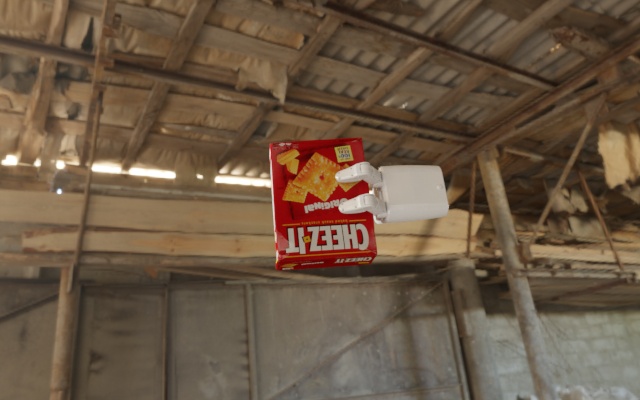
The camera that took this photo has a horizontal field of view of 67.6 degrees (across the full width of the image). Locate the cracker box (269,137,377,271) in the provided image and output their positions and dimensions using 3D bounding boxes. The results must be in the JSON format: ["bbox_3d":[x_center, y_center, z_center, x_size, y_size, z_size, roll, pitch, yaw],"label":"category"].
[{"bbox_3d":[0.000,0.003,0.812,0.164,0.213,0.072,-3,-21,-6],"label":"cracker box"}]
